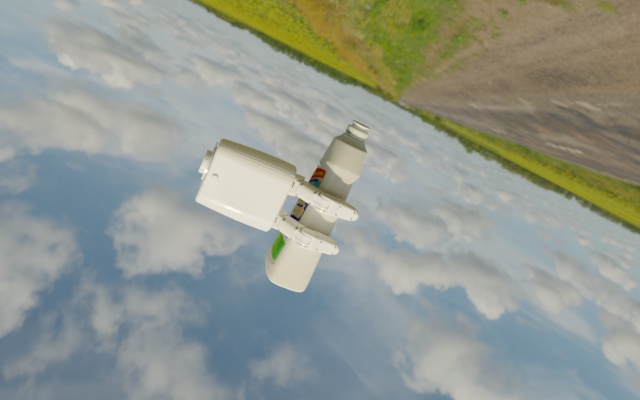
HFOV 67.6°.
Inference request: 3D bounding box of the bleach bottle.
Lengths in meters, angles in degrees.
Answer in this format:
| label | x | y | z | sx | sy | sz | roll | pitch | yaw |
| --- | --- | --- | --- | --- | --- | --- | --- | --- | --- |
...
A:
| label | x | y | z | sx | sy | sz | roll | pitch | yaw |
| --- | --- | --- | --- | --- | --- | --- | --- | --- | --- |
| bleach bottle | 0.000 | 0.002 | 0.686 | 0.068 | 0.251 | 0.102 | 23 | 15 | -14 |
